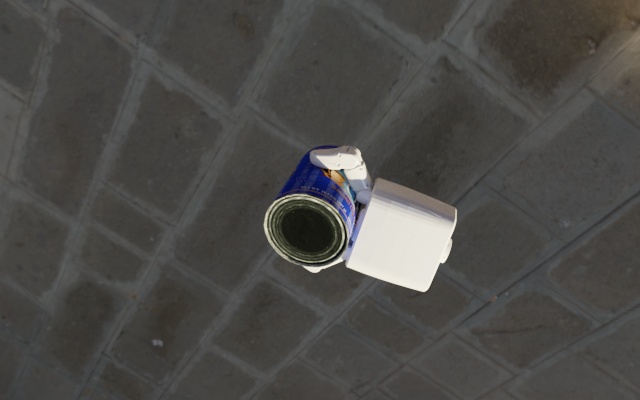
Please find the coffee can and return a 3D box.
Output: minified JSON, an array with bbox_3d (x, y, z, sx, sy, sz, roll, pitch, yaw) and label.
[{"bbox_3d":[0.000,0.002,0.607,0.103,0.103,0.140,0,30,17],"label":"coffee can"}]
